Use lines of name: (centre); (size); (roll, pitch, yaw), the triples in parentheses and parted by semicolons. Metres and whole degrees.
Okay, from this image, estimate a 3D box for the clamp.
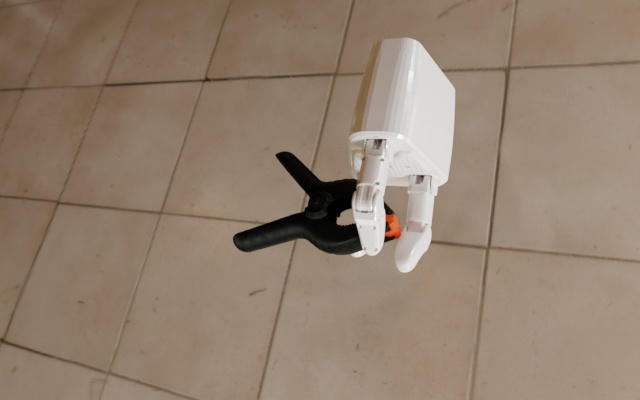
clamp: (0.000, 0.001, 0.479); (0.171, 0.120, 0.039); (3, -23, 24)
